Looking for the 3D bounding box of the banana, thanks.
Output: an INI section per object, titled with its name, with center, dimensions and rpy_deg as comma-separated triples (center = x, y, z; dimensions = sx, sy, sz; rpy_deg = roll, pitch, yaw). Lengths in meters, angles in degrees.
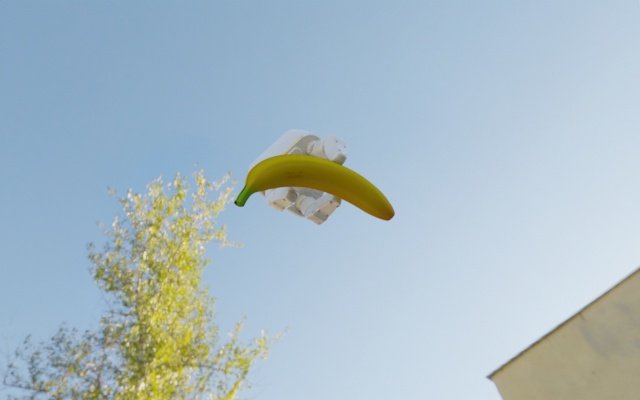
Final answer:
[banana]
center = -0.002, -0.017, 0.552
dimensions = 0.198, 0.069, 0.037
rpy_deg = 5, -10, -22
